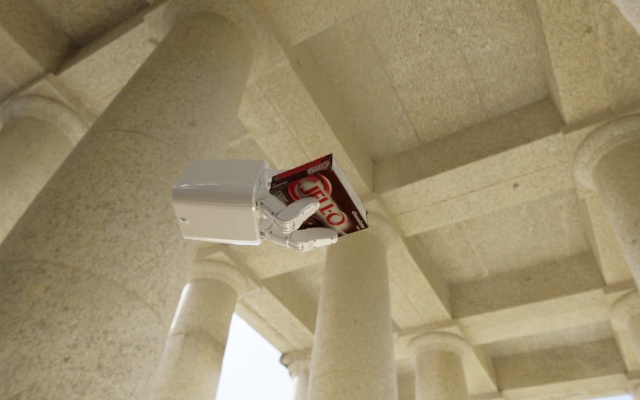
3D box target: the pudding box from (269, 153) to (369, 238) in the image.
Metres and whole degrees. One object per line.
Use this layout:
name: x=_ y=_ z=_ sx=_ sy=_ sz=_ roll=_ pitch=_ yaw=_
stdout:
pudding box: x=0.000 y=0.002 z=0.622 sx=0.090 sy=0.039 sz=0.113 roll=-19 pitch=-50 yaw=21
